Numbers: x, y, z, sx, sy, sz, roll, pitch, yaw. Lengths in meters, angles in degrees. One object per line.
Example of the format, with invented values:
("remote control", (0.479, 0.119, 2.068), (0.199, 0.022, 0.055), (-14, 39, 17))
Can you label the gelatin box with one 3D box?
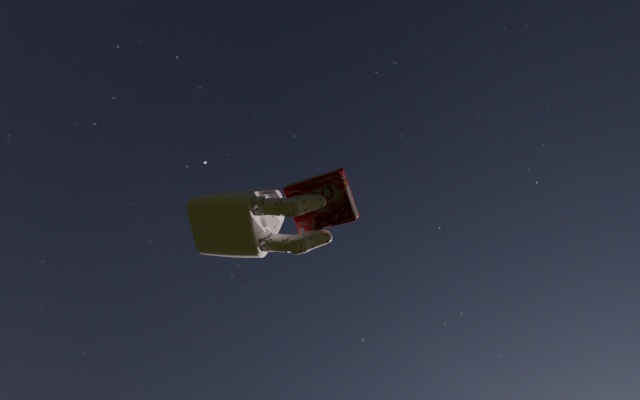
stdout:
("gelatin box", (0.001, 0.002, 0.667), (0.089, 0.073, 0.030), (-16, 9, 21))
